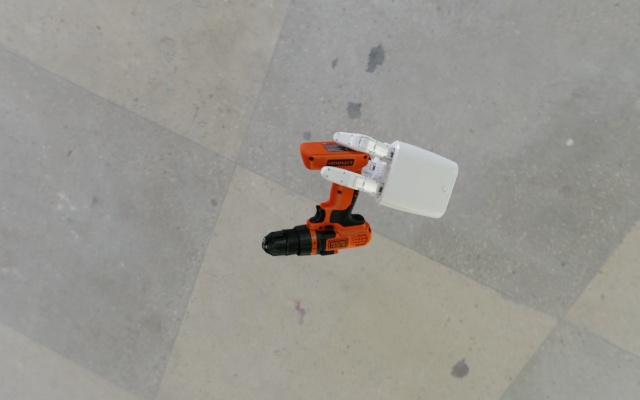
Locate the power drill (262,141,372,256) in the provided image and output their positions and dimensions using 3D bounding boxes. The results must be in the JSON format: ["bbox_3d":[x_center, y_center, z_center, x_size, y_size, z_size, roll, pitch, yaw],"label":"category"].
[{"bbox_3d":[0.000,0.002,0.749,0.184,0.188,0.057,-6,32,-20],"label":"power drill"}]
